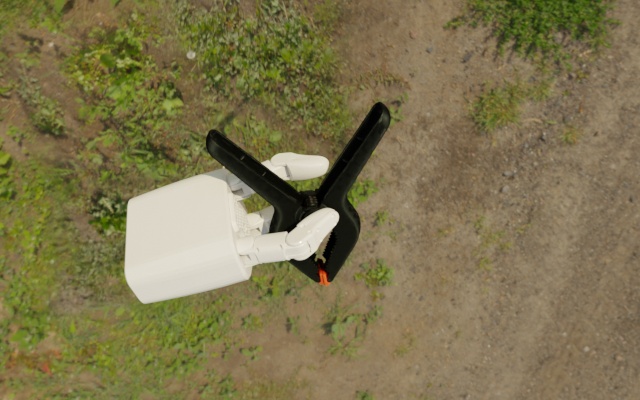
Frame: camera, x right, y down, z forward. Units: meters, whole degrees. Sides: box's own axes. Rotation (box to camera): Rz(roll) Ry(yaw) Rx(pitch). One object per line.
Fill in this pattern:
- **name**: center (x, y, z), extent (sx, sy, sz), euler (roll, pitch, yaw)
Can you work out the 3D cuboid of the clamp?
- **clamp**: center (0.000, 0.003, 0.474), extent (0.164, 0.210, 0.036), euler (-14, 37, 4)
